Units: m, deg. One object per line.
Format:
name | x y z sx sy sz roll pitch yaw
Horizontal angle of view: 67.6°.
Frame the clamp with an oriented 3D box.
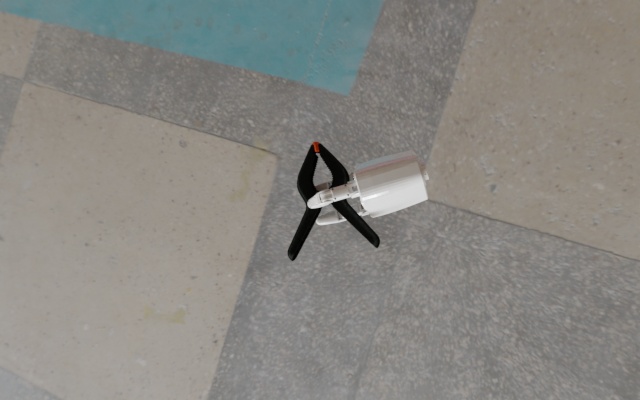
clamp | 0.000 0.002 0.846 0.164 0.210 0.036 -17 -8 9
